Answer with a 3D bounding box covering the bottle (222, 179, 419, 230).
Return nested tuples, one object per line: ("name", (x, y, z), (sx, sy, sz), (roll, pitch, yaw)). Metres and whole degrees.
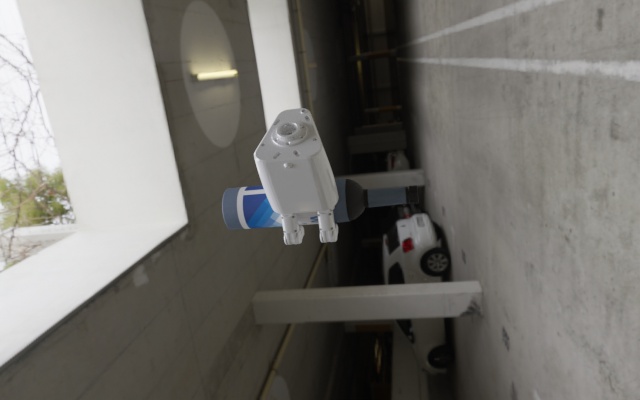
("bottle", (0.000, 0.002, 0.734), (0.296, 0.069, 0.069), (-5, -1, 11))
